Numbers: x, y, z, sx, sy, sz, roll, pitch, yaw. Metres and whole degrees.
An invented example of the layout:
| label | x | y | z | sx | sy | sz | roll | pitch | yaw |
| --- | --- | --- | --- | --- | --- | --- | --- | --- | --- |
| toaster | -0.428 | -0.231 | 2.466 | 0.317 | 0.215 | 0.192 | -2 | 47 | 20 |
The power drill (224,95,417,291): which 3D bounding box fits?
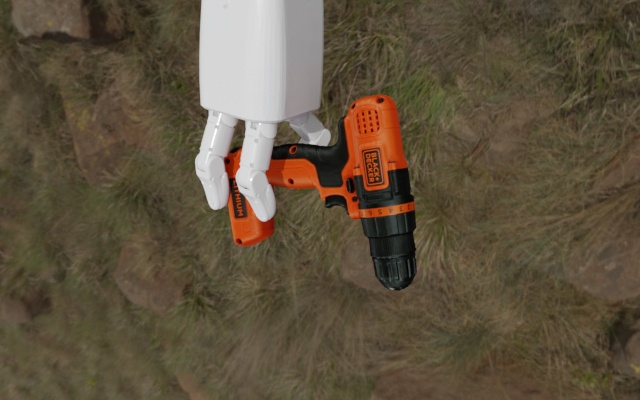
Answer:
| label | x | y | z | sx | sy | sz | roll | pitch | yaw |
| --- | --- | --- | --- | --- | --- | --- | --- | --- | --- |
| power drill | 0.000 | 0.001 | 0.478 | 0.187 | 0.184 | 0.057 | -7 | 1 | 22 |
